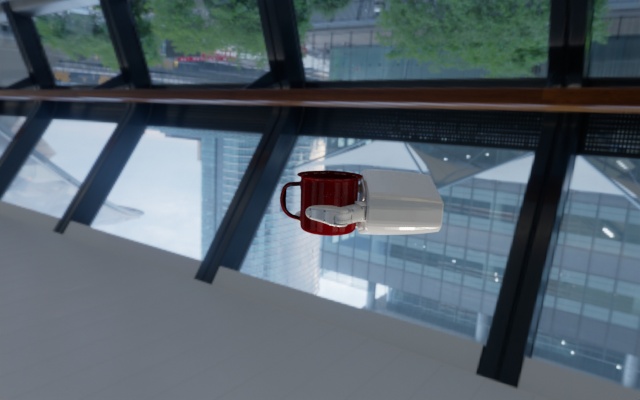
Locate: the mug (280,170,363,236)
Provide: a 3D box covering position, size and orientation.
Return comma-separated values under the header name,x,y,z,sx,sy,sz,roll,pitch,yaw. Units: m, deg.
name,x,y,z,sx,sy,sz,roll,pitch,yaw
mug,-0.001,0.002,0.685,0.117,0.081,0.093,2,11,-1
